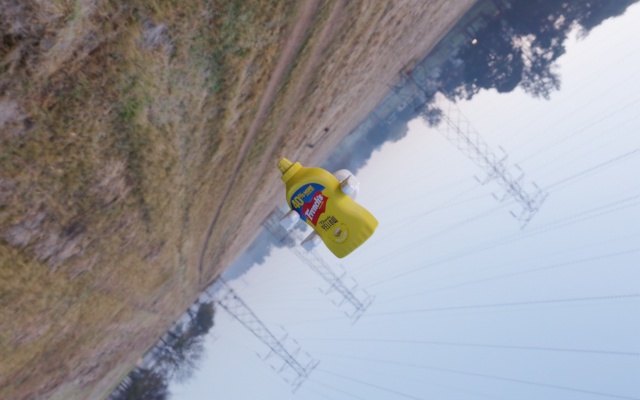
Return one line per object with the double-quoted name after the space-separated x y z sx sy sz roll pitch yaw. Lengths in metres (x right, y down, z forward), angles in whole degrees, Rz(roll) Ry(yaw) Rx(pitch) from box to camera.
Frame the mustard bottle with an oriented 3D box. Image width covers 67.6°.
0.000 0.003 0.794 0.096 0.191 0.058 -42 3 36 "mustard bottle"
